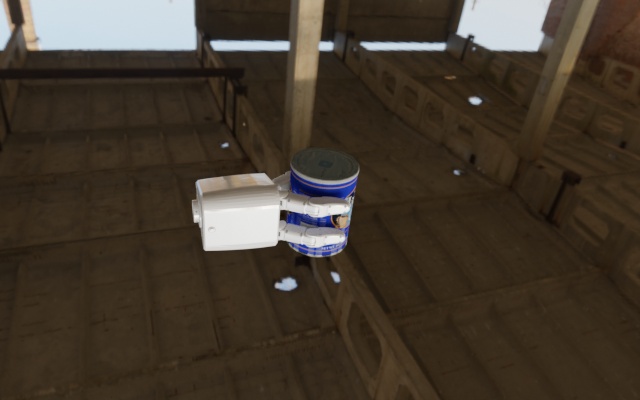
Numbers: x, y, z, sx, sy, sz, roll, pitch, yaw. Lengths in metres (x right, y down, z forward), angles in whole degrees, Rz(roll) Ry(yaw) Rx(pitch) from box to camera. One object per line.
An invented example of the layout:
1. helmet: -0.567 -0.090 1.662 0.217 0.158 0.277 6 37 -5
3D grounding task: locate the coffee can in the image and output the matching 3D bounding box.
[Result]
1. coffee can: 0.000 0.002 0.745 0.103 0.140 0.102 5 33 -3
